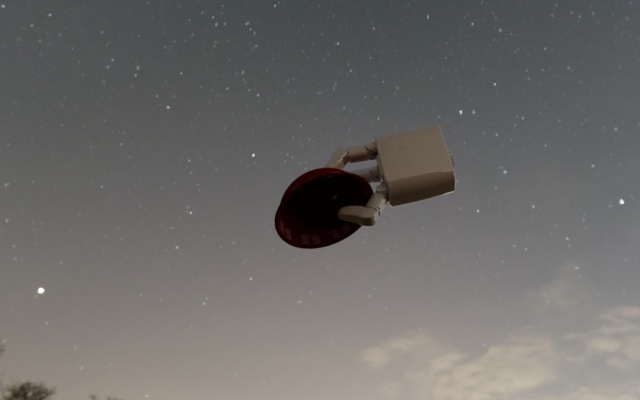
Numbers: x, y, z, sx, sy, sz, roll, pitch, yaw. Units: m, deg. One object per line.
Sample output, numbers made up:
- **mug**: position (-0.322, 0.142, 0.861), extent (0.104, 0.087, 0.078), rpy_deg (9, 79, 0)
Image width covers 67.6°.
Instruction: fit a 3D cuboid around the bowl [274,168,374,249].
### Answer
- **bowl**: position (-0.001, 0.002, 0.750), extent (0.162, 0.162, 0.055), rpy_deg (0, 42, -25)
